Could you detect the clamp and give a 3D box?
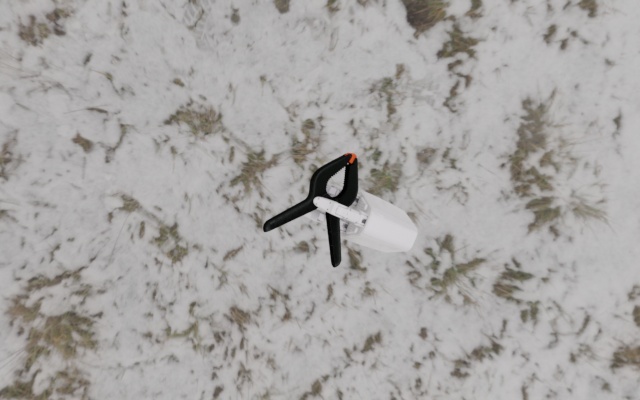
[{"bbox_3d":[0.001,0.003,0.870,0.164,0.210,0.036,22,1,-21],"label":"clamp"}]
